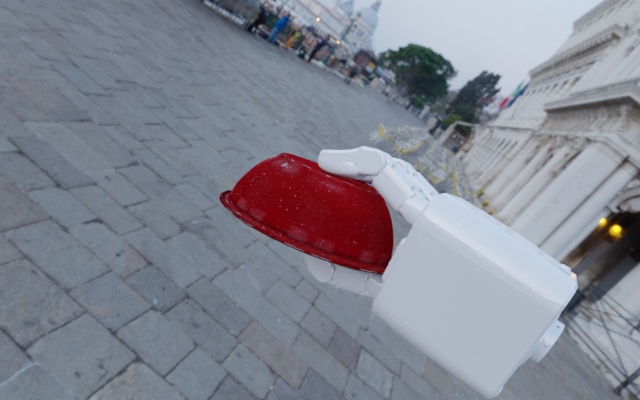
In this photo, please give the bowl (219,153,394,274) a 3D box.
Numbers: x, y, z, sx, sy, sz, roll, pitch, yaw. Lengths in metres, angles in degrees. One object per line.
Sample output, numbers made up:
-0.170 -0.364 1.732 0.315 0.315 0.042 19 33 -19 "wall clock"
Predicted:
-0.001 0.000 0.406 0.162 0.055 0.162 22 8 -3 "bowl"
